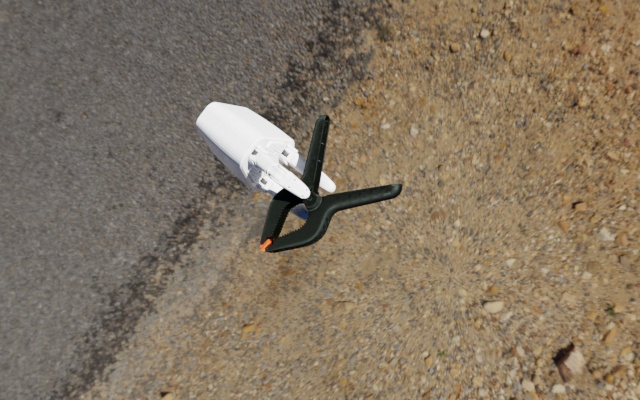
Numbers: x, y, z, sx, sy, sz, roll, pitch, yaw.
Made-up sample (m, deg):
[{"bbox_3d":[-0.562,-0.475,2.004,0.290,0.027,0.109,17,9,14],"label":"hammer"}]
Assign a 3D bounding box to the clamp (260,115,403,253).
[{"bbox_3d":[-0.001,0.002,0.670,0.164,0.210,0.036,39,3,23],"label":"clamp"}]
